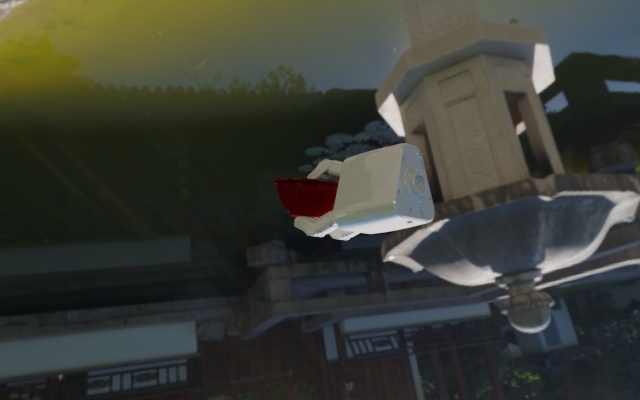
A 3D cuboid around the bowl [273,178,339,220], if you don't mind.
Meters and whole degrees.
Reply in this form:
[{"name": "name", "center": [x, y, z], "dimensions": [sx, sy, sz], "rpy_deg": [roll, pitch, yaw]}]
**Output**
[{"name": "bowl", "center": [-0.001, 0.003, 0.774], "dimensions": [0.162, 0.055, 0.162], "rpy_deg": [6, -4, 0]}]
